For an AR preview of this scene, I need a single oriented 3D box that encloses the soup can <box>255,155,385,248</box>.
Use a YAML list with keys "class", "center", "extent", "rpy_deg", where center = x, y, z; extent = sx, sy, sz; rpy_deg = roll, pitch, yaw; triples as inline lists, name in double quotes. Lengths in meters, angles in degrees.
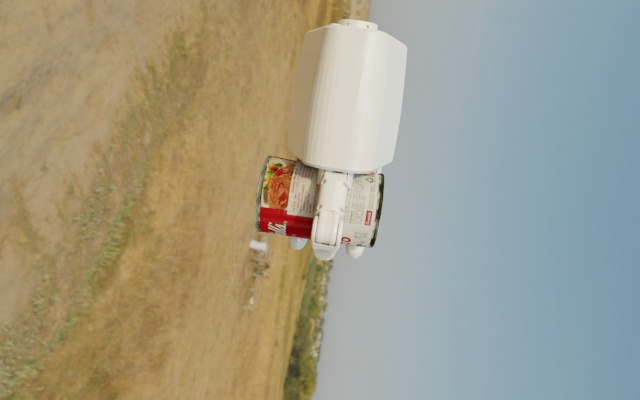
- class: "soup can"
  center: [0.000, 0.002, 0.417]
  extent: [0.102, 0.068, 0.068]
  rpy_deg: [8, 0, 2]
